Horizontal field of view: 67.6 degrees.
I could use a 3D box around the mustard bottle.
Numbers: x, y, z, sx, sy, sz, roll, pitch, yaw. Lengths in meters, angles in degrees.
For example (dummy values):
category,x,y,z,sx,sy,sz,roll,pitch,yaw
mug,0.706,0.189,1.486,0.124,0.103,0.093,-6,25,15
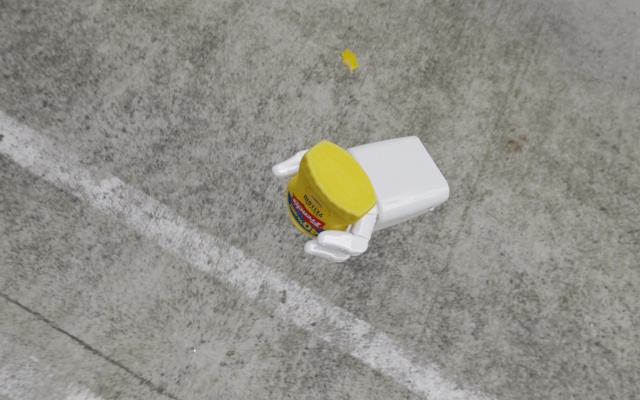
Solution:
category,x,y,z,sx,sy,sz,roll,pitch,yaw
mustard bottle,0.000,0.002,0.606,0.058,0.096,0.192,-41,-3,-22
